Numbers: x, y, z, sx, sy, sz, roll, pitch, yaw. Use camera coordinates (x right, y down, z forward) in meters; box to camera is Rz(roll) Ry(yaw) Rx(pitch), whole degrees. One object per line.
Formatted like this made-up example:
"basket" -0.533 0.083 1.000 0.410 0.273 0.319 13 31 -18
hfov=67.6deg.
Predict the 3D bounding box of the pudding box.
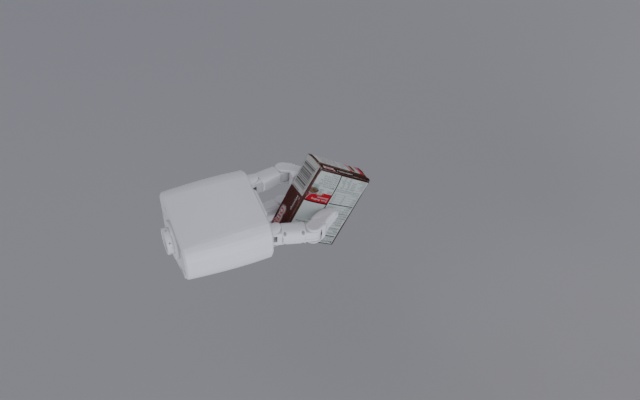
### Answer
"pudding box" 0.000 0.002 0.632 0.090 0.113 0.039 12 29 -40
